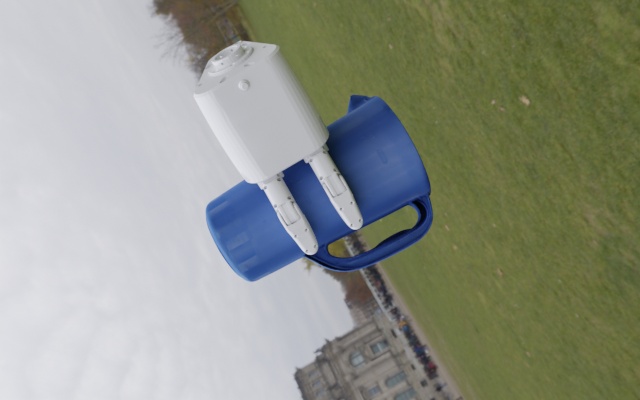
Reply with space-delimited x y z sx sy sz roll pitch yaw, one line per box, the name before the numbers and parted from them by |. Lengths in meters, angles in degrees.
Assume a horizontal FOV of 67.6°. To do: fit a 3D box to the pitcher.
pitcher | 0.000 0.002 0.556 0.243 0.145 0.149 -30 35 1
